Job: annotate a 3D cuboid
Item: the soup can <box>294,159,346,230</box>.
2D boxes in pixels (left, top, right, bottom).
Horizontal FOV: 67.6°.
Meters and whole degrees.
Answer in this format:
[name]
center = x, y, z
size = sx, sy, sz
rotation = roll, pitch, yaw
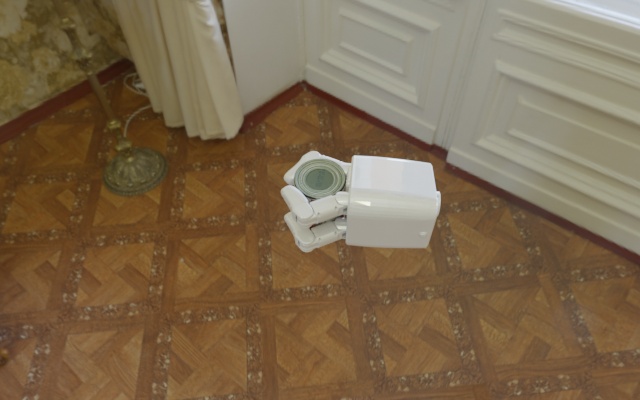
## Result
[soup can]
center = 0.000, 0.002, 0.636
size = 0.068, 0.068, 0.102
rotation = 0, -37, 1
